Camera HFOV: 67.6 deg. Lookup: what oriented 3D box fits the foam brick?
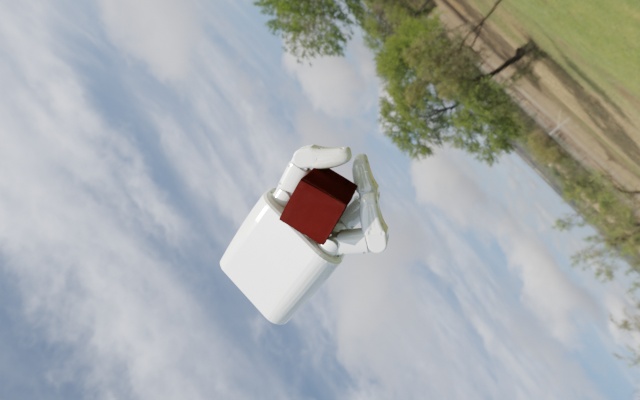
[{"bbox_3d":[0.000,0.002,0.493,0.053,0.051,0.078,32,20,3],"label":"foam brick"}]
